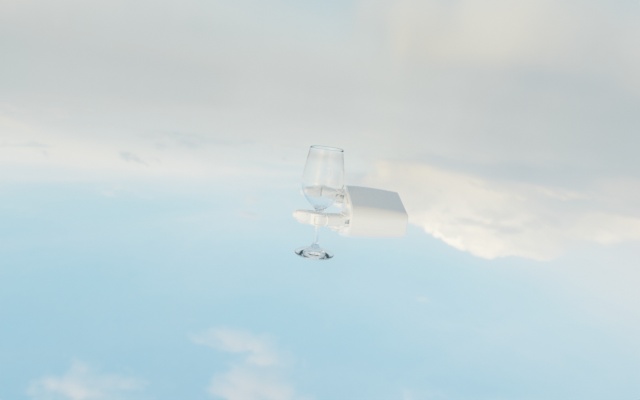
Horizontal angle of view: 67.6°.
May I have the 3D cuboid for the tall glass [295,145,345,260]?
[{"bbox_3d":[0.000,0.004,0.875,0.079,0.201,0.079,6,12,-1],"label":"tall glass"}]
